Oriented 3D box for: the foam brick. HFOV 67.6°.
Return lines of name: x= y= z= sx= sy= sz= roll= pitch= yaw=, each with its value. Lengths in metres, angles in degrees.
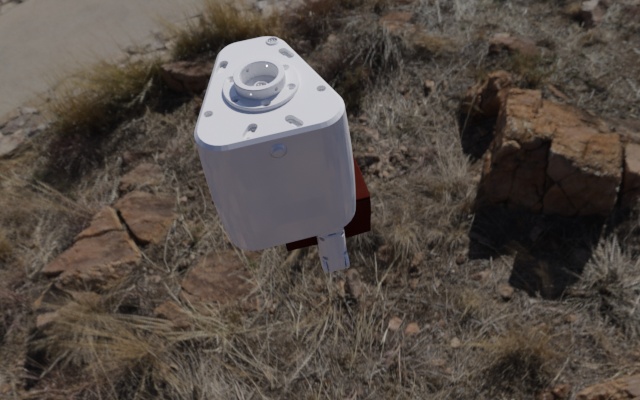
foam brick: x=0.000 y=0.001 z=0.410 sx=0.078 sy=0.053 sz=0.051 roll=-14 pitch=-38 yaw=-5
